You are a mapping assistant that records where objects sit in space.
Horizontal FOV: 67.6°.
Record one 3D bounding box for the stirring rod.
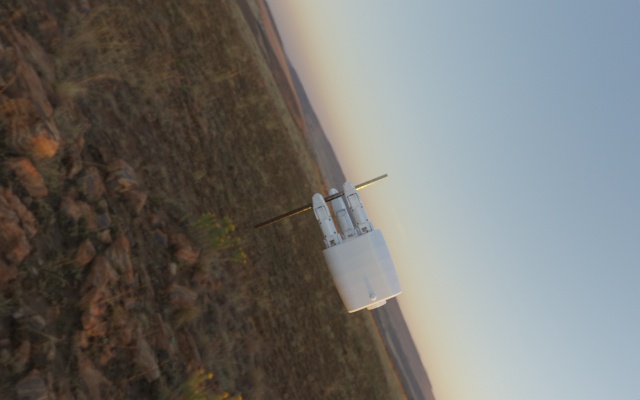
[{"bbox_3d":[0.000,0.003,0.802,0.239,0.011,0.011,-22,-1,3],"label":"stirring rod"}]
